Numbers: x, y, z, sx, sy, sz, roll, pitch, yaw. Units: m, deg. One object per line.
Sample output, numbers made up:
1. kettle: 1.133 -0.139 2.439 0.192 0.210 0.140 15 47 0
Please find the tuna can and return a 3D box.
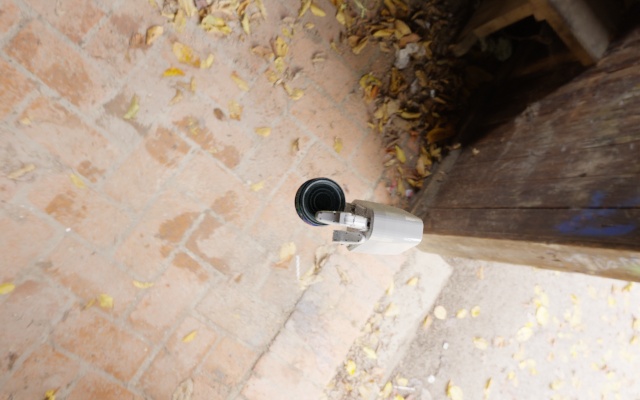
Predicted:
1. tuna can: 0.000 0.003 0.824 0.086 0.086 0.034 0 -2 -18
